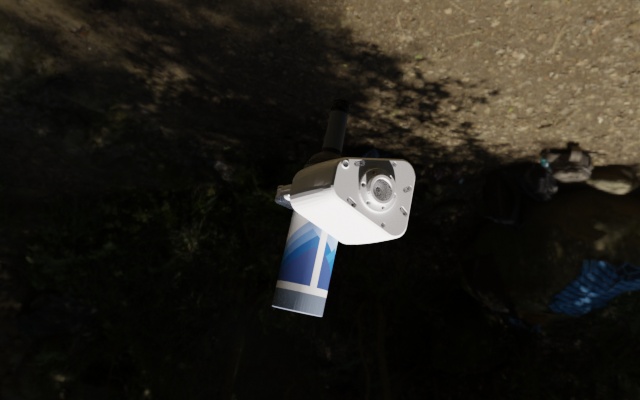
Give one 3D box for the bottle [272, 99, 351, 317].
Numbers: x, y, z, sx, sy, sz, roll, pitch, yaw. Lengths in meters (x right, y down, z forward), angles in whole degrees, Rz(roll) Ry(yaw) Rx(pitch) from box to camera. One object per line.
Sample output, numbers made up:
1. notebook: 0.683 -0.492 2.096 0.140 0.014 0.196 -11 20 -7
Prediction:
1. bottle: 0.000 0.002 0.645 0.069 0.295 0.069 12 -12 3
